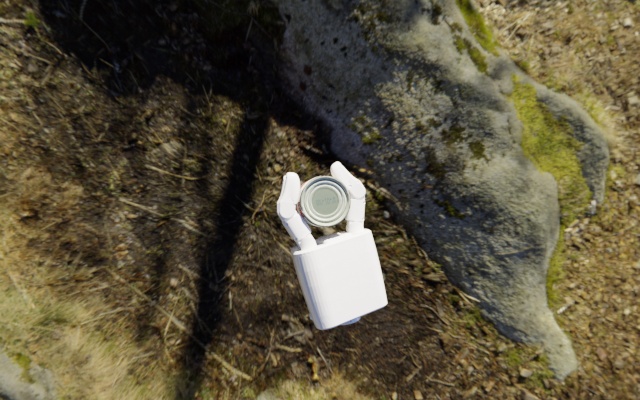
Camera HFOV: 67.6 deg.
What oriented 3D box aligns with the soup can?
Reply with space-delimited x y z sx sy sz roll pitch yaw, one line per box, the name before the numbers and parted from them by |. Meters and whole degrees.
soup can | 0.000 0.002 0.655 0.068 0.068 0.102 0 -1 -7
